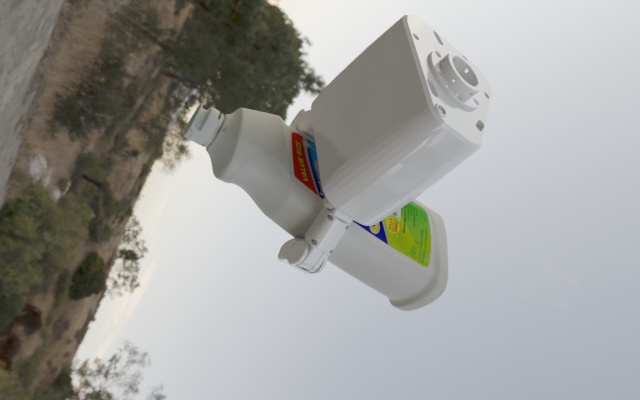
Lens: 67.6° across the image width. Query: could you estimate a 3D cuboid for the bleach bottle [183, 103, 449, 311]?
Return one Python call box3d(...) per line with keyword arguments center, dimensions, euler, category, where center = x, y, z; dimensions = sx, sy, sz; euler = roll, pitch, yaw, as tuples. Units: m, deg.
box3d(center=(0.000, 0.001, 0.411), dimensions=(0.251, 0.102, 0.068), euler=(30, -43, -23), category="bleach bottle")
